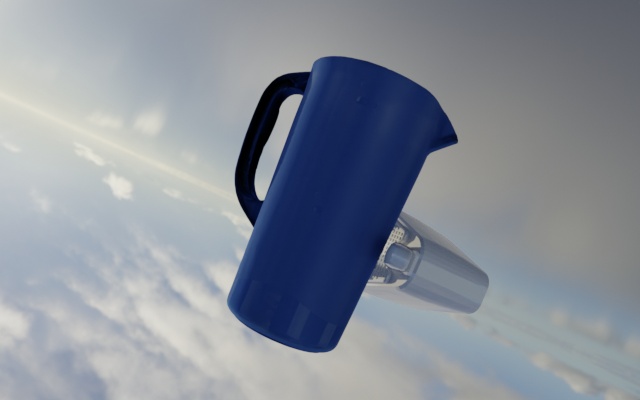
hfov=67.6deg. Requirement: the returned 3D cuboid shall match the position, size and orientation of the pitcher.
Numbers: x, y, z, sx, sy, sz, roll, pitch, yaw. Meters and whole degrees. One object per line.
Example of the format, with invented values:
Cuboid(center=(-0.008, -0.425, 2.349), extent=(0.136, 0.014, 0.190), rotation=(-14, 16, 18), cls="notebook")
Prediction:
Cuboid(center=(0.000, 0.002, 0.440), extent=(0.145, 0.243, 0.149), rotation=(25, -4, -30), cls="pitcher")
